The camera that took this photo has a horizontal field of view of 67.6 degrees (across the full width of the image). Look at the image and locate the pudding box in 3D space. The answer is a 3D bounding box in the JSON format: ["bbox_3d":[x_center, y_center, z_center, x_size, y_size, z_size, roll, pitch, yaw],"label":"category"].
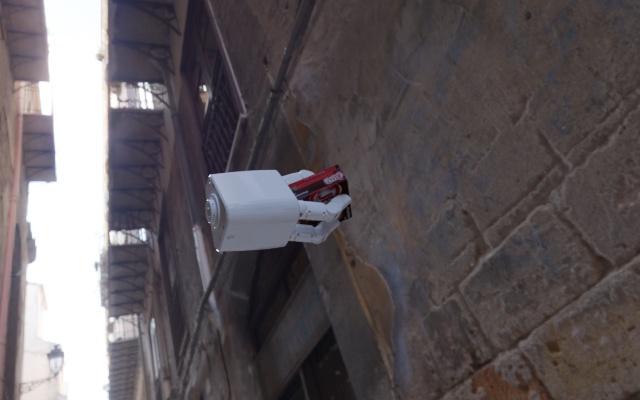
[{"bbox_3d":[0.000,0.002,0.758,0.090,0.039,0.114,-22,-32,-6],"label":"pudding box"}]
